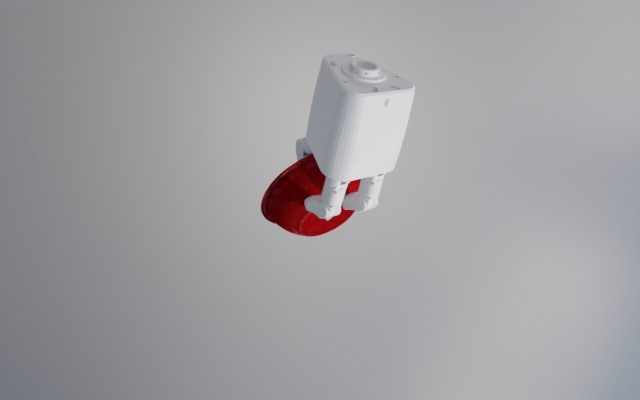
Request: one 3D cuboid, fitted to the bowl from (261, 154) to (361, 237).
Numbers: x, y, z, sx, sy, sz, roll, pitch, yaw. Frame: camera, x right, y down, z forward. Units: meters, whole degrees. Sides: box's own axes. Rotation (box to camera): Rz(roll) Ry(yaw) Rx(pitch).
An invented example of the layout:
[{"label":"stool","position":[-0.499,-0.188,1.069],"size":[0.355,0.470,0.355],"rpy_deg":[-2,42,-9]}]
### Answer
[{"label":"bowl","position":[0.000,0.003,0.675],"size":[0.162,0.055,0.162],"rpy_deg":[-23,-29,-14]}]
